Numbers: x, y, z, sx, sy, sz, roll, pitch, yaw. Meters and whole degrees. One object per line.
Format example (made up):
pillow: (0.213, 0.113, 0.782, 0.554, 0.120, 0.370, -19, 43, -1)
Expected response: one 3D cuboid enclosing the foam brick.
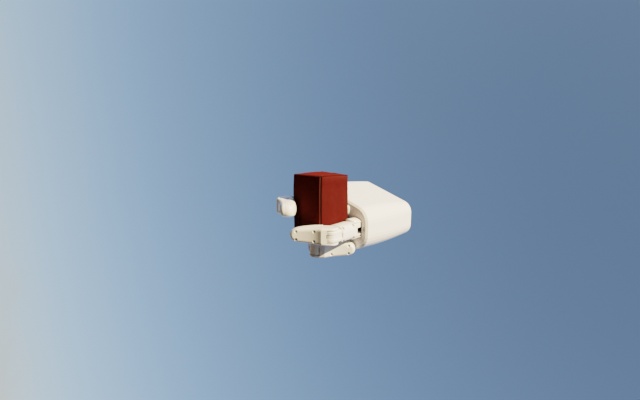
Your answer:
foam brick: (0.000, 0.002, 0.630, 0.051, 0.078, 0.053, -10, 15, -43)
